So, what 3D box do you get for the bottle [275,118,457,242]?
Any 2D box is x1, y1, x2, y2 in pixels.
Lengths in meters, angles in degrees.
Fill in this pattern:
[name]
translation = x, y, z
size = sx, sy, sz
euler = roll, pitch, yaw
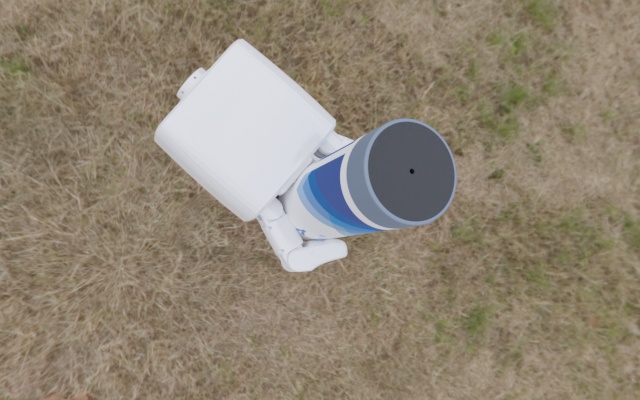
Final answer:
[bottle]
translation = 0.000, 0.001, 0.424
size = 0.069, 0.069, 0.296
euler = 0, -8, -23
